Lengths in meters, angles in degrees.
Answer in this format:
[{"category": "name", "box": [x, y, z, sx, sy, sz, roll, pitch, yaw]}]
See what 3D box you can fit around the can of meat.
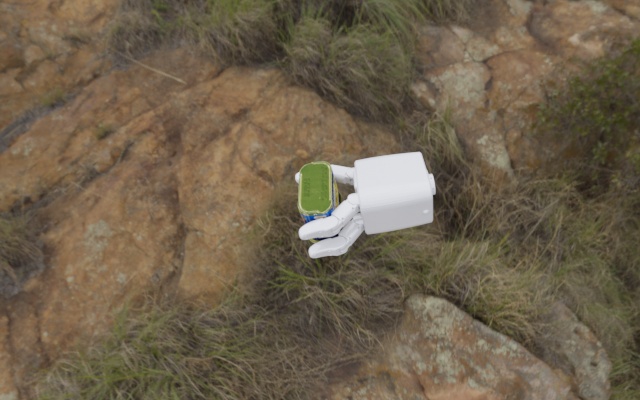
[{"category": "can of meat", "box": [0.000, 0.002, 0.740, 0.057, 0.102, 0.084, -7, -36, 9]}]
